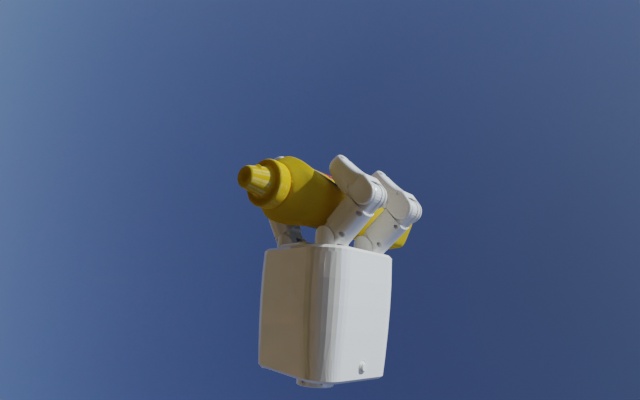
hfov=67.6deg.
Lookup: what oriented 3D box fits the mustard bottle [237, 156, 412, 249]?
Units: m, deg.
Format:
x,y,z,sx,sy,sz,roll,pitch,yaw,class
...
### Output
x,y,z,sx,sy,sz,roll,pitch,yaw,class
0.000,0.001,0.447,0.096,0.058,0.192,27,6,41,mustard bottle
